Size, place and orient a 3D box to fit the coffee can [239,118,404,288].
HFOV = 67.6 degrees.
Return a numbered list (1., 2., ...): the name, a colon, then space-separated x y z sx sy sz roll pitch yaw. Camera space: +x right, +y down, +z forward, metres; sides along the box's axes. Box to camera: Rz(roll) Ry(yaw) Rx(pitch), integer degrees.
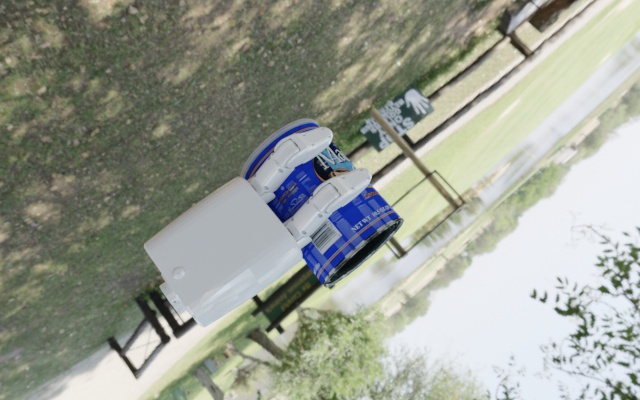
1. coffee can: 0.000 0.001 0.486 0.103 0.140 0.103 -37 -16 -12
